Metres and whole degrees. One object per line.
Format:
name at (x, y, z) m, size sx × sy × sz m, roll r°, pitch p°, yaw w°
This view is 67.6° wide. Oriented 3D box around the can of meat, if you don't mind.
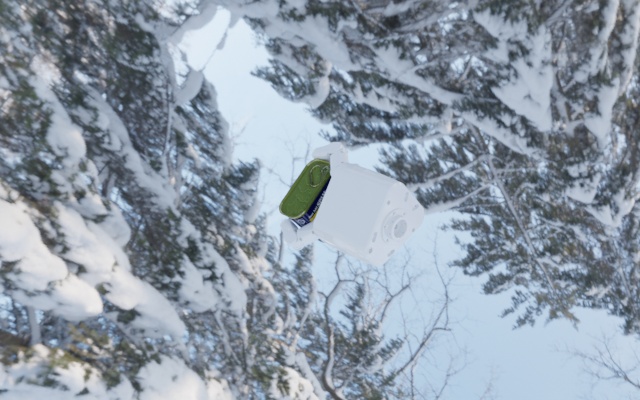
can of meat at (0.000, 0.003, 0.725) m, size 0.057 × 0.102 × 0.084 m, roll 20°, pitch -18°, yaw 48°
